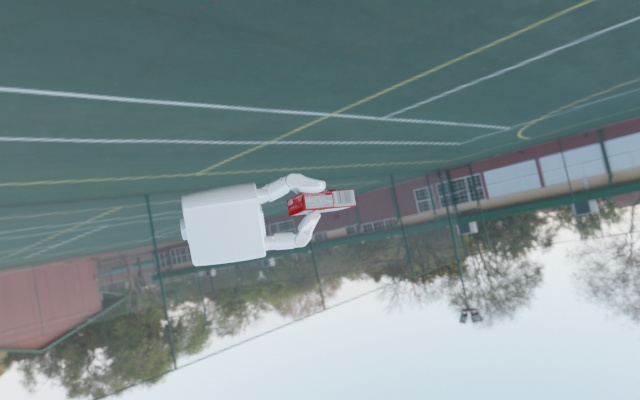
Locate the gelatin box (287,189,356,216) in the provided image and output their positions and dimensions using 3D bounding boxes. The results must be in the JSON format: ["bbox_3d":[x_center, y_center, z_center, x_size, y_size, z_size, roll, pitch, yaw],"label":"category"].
[{"bbox_3d":[0.000,0.003,0.751,0.089,0.030,0.073,-5,-6,-22],"label":"gelatin box"}]
